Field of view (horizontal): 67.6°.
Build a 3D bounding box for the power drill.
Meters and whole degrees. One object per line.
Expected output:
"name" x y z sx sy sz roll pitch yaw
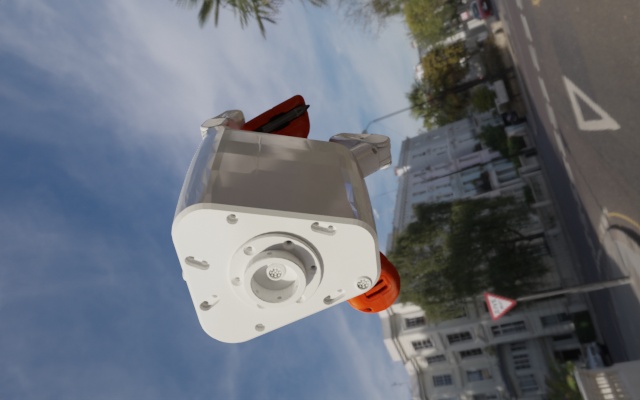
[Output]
"power drill" 0.000 0.001 0.442 0.057 0.187 0.184 -32 8 -5
